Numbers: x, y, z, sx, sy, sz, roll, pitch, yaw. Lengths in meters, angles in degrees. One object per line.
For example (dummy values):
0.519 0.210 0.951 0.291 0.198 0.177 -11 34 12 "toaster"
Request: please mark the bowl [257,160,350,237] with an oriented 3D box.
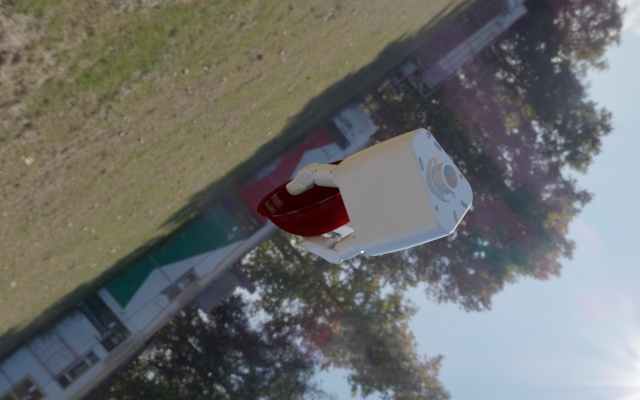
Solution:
-0.001 0.002 0.633 0.162 0.055 0.162 -21 18 7 "bowl"
